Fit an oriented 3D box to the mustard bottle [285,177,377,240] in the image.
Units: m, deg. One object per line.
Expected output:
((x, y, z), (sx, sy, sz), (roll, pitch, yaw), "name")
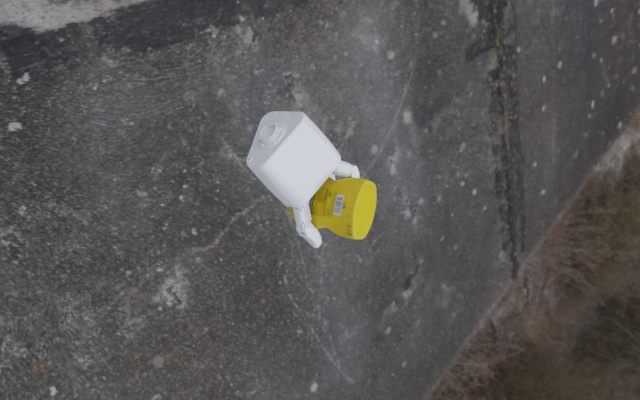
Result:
((0.001, 0.003, 0.807), (0.191, 0.096, 0.058), (10, -1, 41), "mustard bottle")
